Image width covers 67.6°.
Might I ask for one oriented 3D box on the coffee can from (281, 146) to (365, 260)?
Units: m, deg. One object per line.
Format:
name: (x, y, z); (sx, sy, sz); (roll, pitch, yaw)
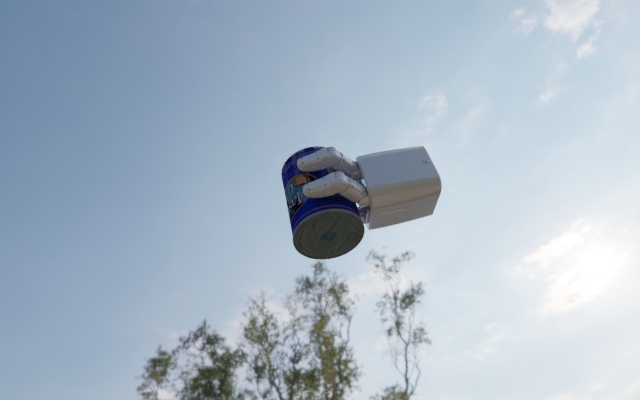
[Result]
coffee can: (0.000, 0.003, 0.715); (0.103, 0.140, 0.103); (-7, -44, -7)
